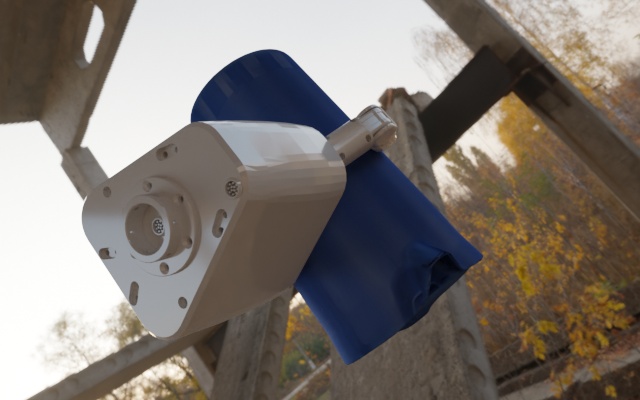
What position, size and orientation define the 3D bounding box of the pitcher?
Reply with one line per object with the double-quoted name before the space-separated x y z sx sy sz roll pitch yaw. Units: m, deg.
"pitcher" 0.000 0.001 0.400 0.149 0.242 0.145 -44 -14 24
